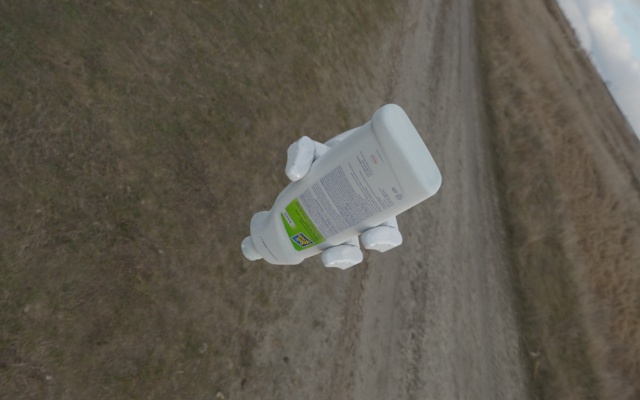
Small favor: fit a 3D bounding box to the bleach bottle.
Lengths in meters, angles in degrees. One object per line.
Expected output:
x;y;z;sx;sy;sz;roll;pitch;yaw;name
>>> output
0.000;0.002;0.529;0.251;0.102;0.068;-30;4;32;bleach bottle
